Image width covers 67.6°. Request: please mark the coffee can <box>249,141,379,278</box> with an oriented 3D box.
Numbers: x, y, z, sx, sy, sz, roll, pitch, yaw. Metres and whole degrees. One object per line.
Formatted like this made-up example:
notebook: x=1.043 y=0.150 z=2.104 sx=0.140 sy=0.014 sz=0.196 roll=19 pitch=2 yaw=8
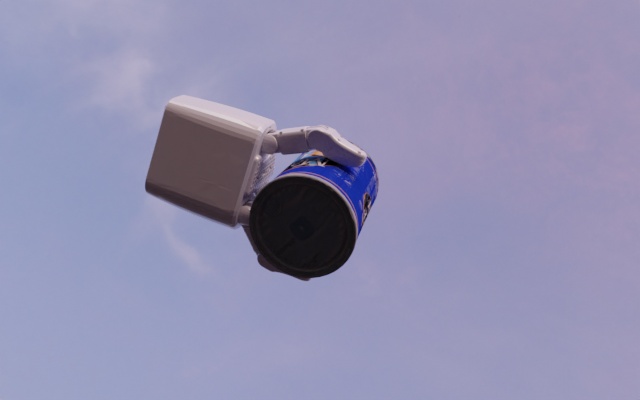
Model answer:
coffee can: x=0.000 y=0.002 z=0.496 sx=0.103 sy=0.103 sz=0.140 roll=0 pitch=20 yaw=16
